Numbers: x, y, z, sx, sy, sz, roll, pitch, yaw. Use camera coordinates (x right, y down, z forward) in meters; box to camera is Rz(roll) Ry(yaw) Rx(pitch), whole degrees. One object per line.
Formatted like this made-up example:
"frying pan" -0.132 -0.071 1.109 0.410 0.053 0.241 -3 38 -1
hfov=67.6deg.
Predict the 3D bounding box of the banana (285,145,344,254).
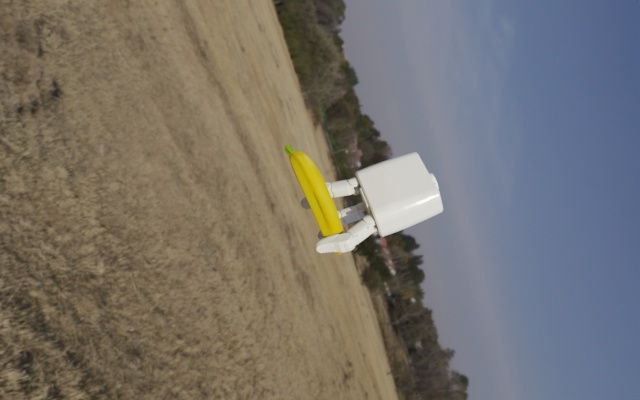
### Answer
"banana" 0.000 0.003 0.743 0.037 0.198 0.069 -24 12 0
